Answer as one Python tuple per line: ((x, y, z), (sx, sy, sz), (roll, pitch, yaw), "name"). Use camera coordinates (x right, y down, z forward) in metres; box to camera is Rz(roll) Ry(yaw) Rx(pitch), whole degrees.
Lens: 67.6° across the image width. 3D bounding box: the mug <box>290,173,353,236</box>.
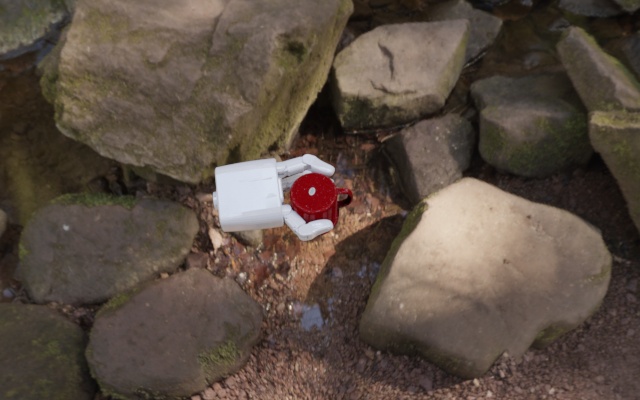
((0.002, 0.002, 0.838), (0.117, 0.093, 0.081), (-9, -28, -5), "mug")
